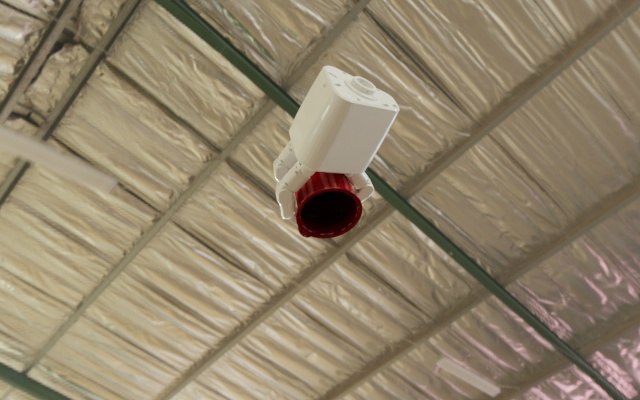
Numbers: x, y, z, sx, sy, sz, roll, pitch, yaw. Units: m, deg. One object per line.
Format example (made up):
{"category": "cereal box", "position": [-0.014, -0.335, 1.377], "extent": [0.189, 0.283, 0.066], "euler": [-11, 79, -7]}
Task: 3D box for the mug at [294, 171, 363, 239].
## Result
{"category": "mug", "position": [-0.001, 0.003, 0.689], "extent": [0.093, 0.117, 0.081], "euler": [16, 35, -25]}
